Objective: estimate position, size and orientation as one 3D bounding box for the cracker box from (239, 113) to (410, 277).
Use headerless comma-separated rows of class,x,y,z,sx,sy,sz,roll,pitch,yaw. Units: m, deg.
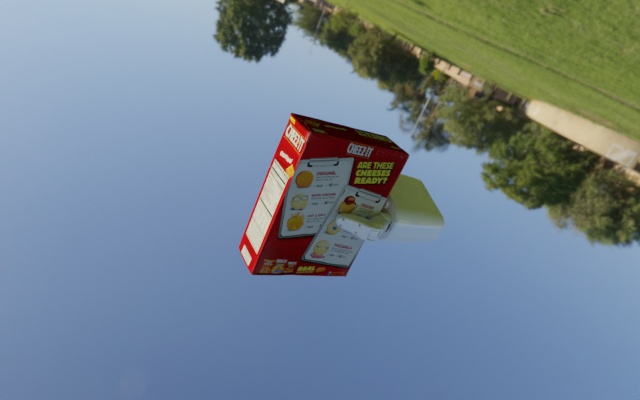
cracker box,0.000,0.002,0.656,0.164,0.214,0.072,7,28,-35
